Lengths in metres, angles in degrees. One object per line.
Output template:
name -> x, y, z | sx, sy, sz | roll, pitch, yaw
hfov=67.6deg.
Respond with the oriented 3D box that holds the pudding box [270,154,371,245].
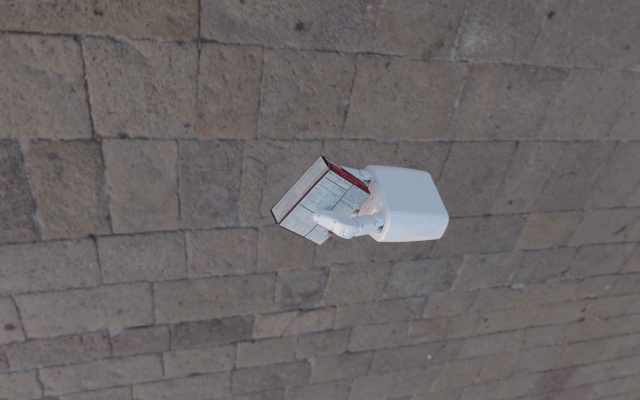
pudding box -> 0.000, 0.002, 0.665 | 0.090, 0.113, 0.039 | 30, 20, -39
